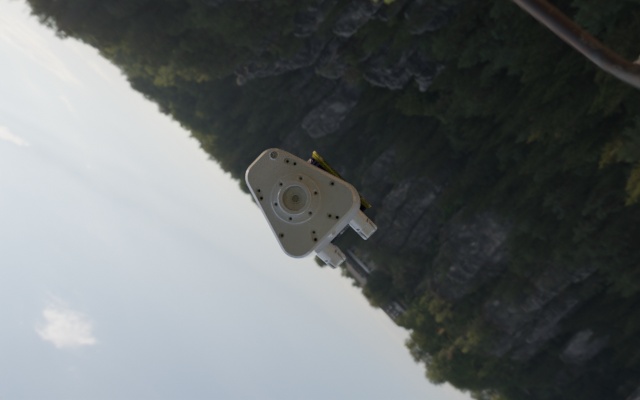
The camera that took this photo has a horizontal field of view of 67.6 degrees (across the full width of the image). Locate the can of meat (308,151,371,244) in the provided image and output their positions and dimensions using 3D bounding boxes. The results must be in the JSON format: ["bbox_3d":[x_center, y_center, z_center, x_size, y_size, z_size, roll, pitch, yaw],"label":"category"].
[{"bbox_3d":[0.000,0.002,0.618,0.102,0.084,0.057,44,1,2],"label":"can of meat"}]
